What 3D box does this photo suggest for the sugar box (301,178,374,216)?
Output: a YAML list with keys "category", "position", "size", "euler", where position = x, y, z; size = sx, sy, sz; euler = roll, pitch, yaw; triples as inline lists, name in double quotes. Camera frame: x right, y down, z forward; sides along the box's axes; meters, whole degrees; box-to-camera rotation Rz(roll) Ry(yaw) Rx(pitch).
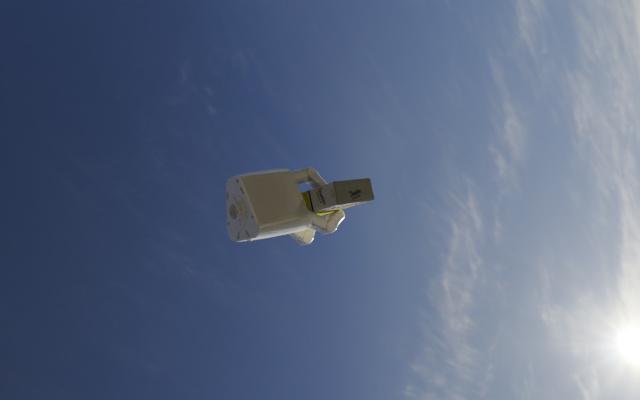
- category: "sugar box"
  position: [0.000, 0.003, 0.853]
  size: [0.093, 0.048, 0.176]
  euler: [-7, -5, -43]
